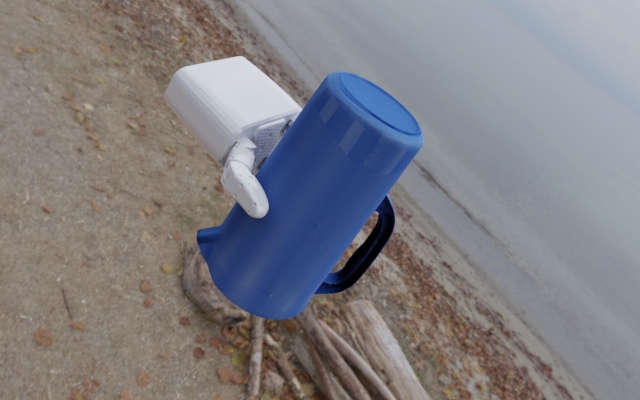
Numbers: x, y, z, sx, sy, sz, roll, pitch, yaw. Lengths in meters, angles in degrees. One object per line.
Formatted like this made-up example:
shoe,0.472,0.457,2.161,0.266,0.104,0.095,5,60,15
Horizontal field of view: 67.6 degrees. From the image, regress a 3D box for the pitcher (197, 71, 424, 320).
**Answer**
pitcher,0.000,0.001,0.490,0.145,0.243,0.149,47,30,18
